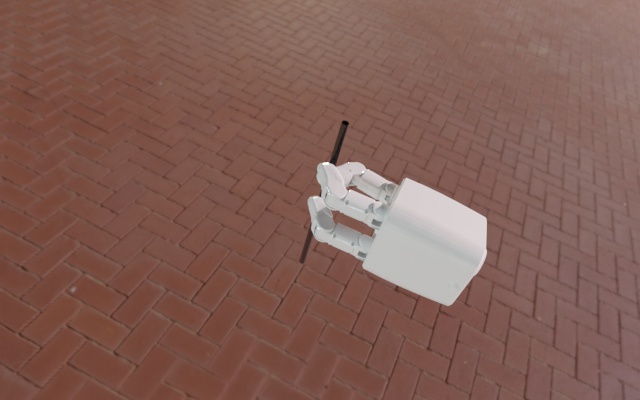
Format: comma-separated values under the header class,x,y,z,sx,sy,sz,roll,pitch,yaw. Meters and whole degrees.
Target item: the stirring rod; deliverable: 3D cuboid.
class,x,y,z,sx,sy,sz,roll,pitch,yaw
stirring rod,0.000,0.002,0.577,0.011,0.011,0.240,0,-43,-17
